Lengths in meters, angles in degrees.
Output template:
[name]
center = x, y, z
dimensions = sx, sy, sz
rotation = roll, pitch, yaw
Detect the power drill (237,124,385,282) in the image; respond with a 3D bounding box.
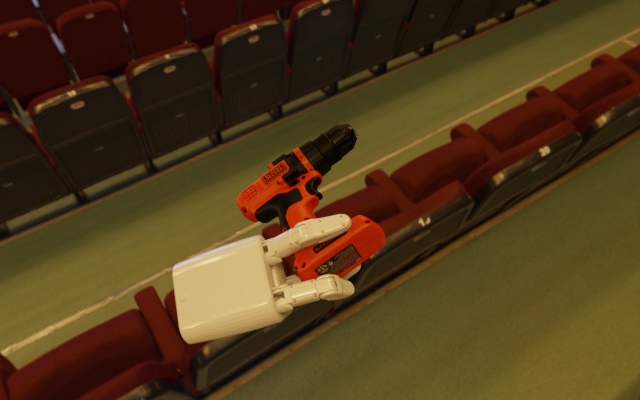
[power drill]
center = 0.000, 0.002, 0.587
dimensions = 0.057, 0.184, 0.187
rotation = 51, 3, -46
